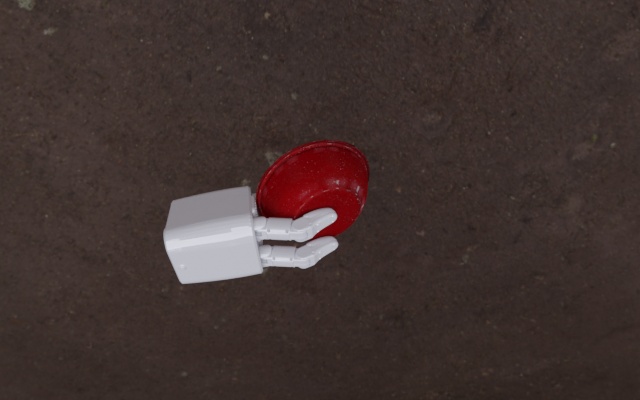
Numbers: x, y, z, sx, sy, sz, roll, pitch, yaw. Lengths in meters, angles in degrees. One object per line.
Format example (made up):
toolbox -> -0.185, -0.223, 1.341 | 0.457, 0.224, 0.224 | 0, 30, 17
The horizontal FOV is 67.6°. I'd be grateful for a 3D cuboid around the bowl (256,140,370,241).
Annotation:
bowl -> 0.001, 0.002, 0.622 | 0.162, 0.162, 0.055 | 0, 41, -27
